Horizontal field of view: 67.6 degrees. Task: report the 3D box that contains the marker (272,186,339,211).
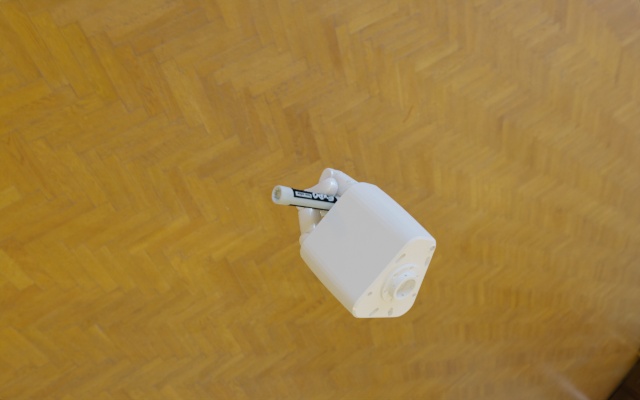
[{"bbox_3d":[0.000,0.002,0.529,0.121,0.020,0.020,10,-7,-41],"label":"marker"}]
